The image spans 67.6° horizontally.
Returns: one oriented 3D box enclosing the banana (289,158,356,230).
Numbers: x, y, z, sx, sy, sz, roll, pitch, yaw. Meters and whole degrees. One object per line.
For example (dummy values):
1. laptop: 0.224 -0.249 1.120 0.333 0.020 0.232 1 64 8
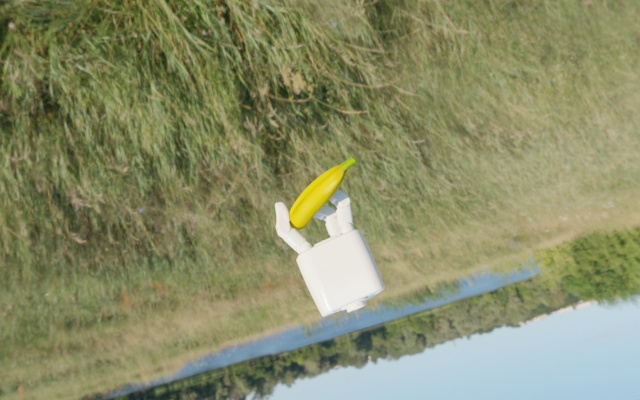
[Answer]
1. banana: -0.011 0.005 0.781 0.069 0.037 0.198 -17 -21 -42
